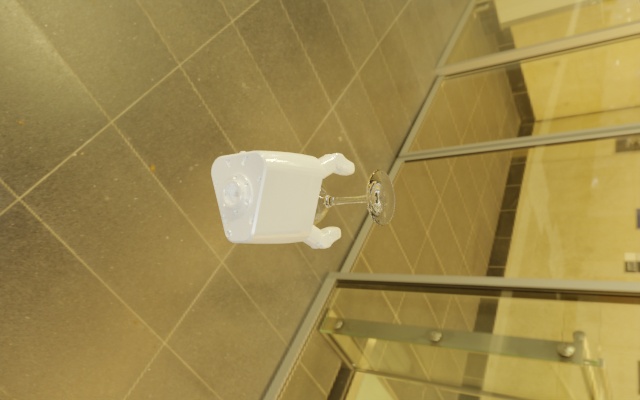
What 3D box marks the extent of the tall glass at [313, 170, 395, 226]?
[{"bbox_3d":[0.001,0.002,0.686,0.201,0.079,0.079,-4,-3,36],"label":"tall glass"}]
